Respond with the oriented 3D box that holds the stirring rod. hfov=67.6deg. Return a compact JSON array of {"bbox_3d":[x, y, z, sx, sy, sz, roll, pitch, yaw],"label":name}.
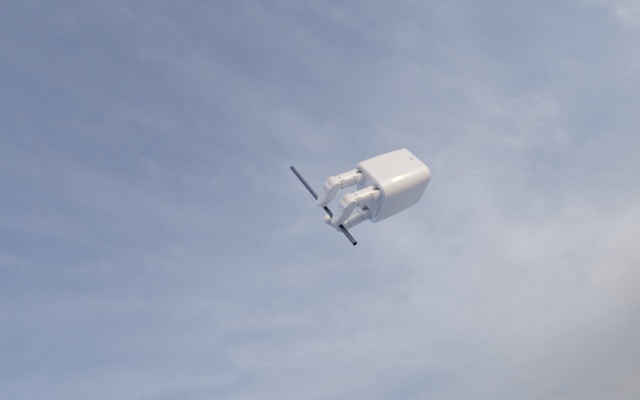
[{"bbox_3d":[0.000,0.003,0.875,0.011,0.011,0.239,0,35,-36],"label":"stirring rod"}]
